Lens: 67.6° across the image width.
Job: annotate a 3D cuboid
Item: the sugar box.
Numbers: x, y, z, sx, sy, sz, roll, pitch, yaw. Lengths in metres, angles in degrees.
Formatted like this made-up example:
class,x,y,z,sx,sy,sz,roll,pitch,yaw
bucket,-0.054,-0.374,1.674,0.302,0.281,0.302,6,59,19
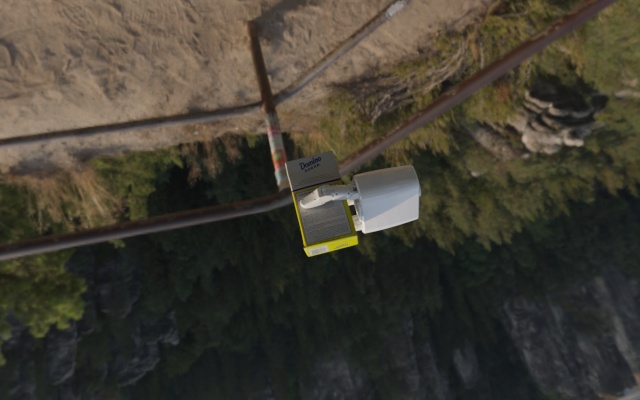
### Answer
class,x,y,z,sx,sy,sz,roll,pitch,yaw
sugar box,0.000,0.003,0.850,0.093,0.176,0.048,-14,-29,0
